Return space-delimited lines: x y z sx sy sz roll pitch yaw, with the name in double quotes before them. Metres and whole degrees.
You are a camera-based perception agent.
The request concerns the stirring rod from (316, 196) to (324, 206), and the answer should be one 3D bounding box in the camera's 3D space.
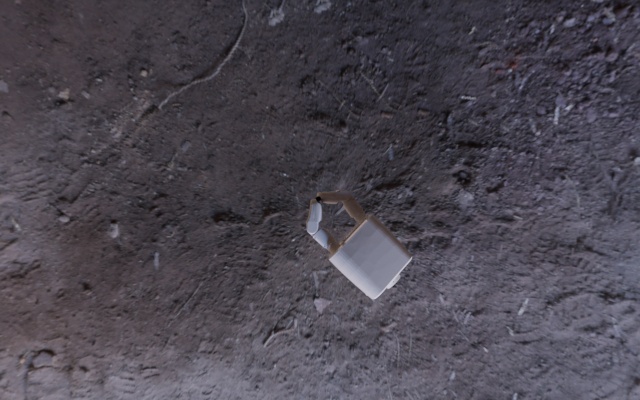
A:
"stirring rod" 0.000 0.003 0.845 0.011 0.011 0.239 0 -3 1
